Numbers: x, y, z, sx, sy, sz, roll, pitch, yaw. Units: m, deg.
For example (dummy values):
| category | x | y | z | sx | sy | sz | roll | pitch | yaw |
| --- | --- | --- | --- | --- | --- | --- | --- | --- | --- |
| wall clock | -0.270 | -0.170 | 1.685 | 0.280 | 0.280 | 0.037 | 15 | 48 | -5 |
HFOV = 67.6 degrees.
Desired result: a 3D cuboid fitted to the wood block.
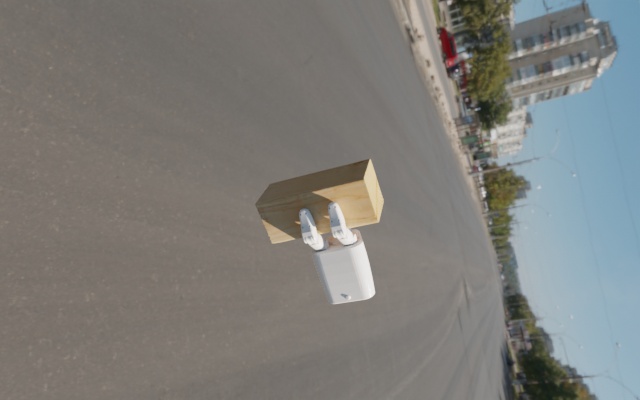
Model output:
| category | x | y | z | sx | sy | sz | roll | pitch | yaw |
| --- | --- | --- | --- | --- | --- | --- | --- | --- | --- |
| wood block | 0.000 | 0.003 | 0.872 | 0.206 | 0.090 | 0.090 | -13 | 22 | 20 |
